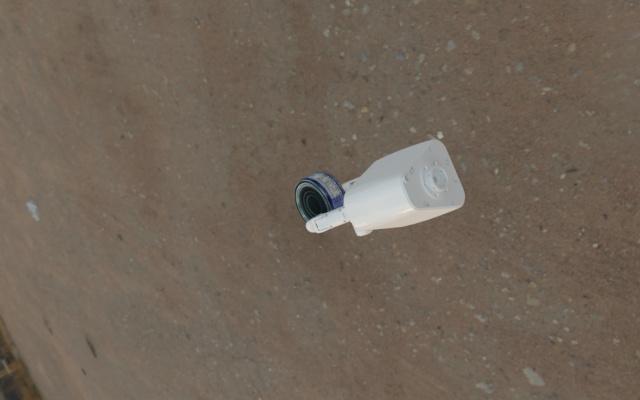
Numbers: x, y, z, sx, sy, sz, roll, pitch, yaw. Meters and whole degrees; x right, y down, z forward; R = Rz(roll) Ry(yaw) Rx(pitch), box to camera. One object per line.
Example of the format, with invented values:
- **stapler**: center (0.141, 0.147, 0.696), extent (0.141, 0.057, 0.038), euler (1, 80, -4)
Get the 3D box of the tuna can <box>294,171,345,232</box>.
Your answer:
- **tuna can**: center (0.000, 0.003, 0.703), extent (0.033, 0.086, 0.086), euler (-27, 17, -35)
